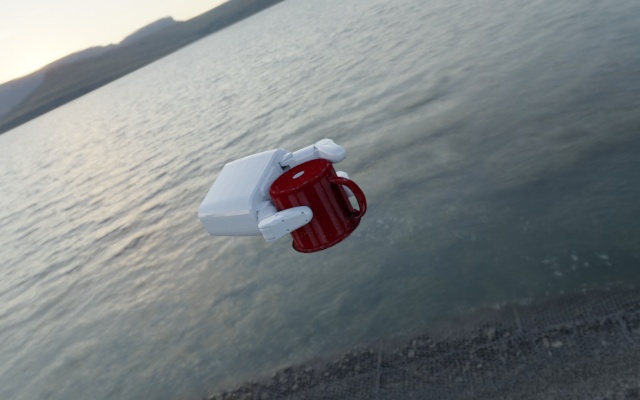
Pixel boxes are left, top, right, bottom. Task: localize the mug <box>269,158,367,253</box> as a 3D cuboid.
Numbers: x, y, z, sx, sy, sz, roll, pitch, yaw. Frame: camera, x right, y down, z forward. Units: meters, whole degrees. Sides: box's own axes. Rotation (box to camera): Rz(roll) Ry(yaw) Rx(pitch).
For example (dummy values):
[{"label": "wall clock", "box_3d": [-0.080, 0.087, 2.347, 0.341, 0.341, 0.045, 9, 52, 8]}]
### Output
[{"label": "mug", "box_3d": [0.001, 0.002, 0.563, 0.117, 0.081, 0.093, -8, 29, 39]}]
